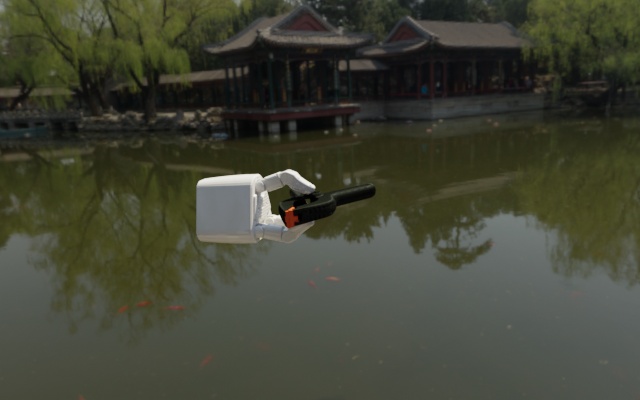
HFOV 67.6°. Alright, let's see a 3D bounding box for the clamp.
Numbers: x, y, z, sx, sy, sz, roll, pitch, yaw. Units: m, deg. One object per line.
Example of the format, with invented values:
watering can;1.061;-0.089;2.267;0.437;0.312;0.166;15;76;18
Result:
clamp;0.000;0.002;0.794;0.164;0.036;0.210;-4;12;15
